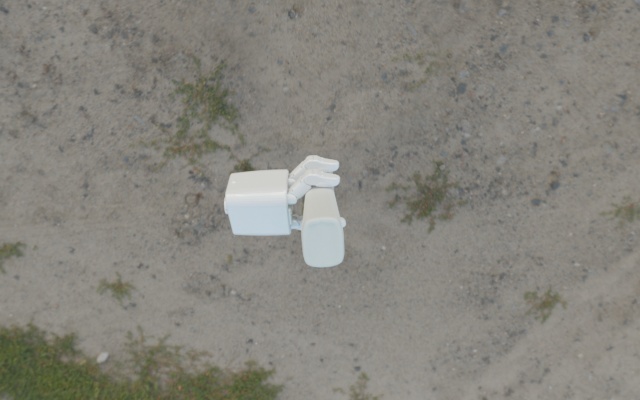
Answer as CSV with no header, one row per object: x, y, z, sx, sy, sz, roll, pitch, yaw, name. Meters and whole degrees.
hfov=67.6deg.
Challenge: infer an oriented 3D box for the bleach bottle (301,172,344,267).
0.000,0.003,0.860,0.068,0.103,0.250,-3,31,0,bleach bottle
